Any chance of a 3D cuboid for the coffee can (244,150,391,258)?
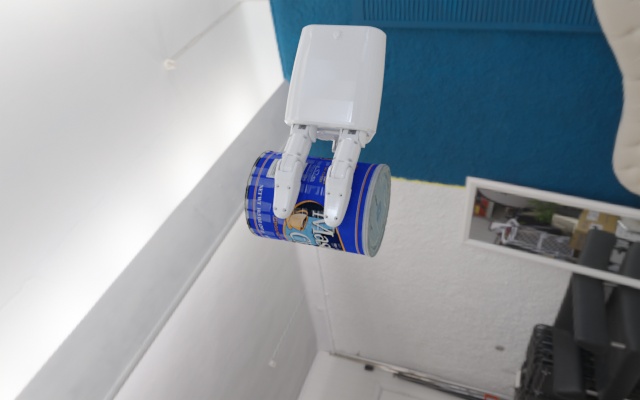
[{"bbox_3d":[0.000,0.002,0.541,0.140,0.103,0.103,9,3,18],"label":"coffee can"}]
